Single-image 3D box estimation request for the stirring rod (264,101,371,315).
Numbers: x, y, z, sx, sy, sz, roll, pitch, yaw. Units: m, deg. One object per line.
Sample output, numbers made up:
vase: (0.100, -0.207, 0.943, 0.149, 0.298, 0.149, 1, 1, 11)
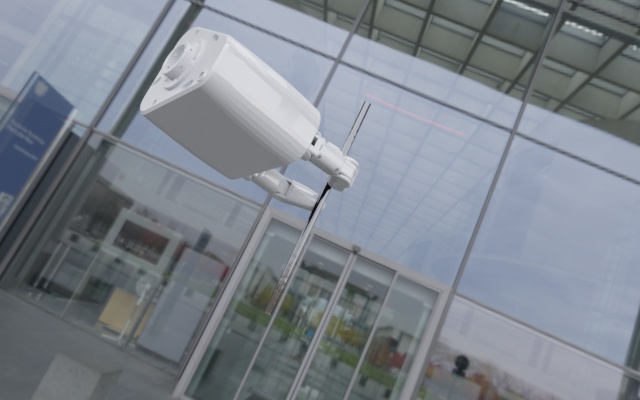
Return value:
stirring rod: (0.000, 0.002, 0.480, 0.011, 0.239, 0.011, 24, -14, 6)
